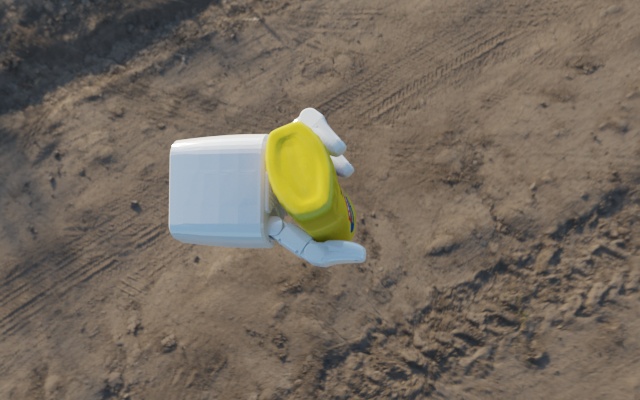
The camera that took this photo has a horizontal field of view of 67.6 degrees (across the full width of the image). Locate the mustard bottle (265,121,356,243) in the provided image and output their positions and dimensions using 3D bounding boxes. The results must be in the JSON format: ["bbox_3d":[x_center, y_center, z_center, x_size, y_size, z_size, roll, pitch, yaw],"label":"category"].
[{"bbox_3d":[0.000,0.001,0.498,0.058,0.096,0.192,-23,-22,4],"label":"mustard bottle"}]
